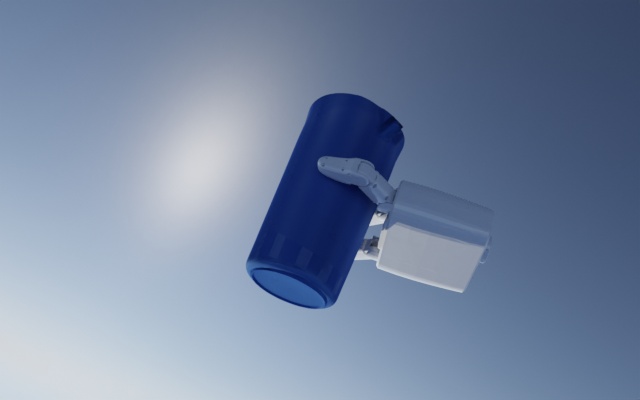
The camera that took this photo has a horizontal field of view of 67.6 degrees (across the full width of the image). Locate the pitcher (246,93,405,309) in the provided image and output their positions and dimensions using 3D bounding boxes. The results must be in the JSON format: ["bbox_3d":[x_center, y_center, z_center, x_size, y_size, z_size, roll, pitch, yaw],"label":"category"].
[{"bbox_3d":[0.000,0.002,0.582,0.145,0.242,0.149,17,-29,11],"label":"pitcher"}]
